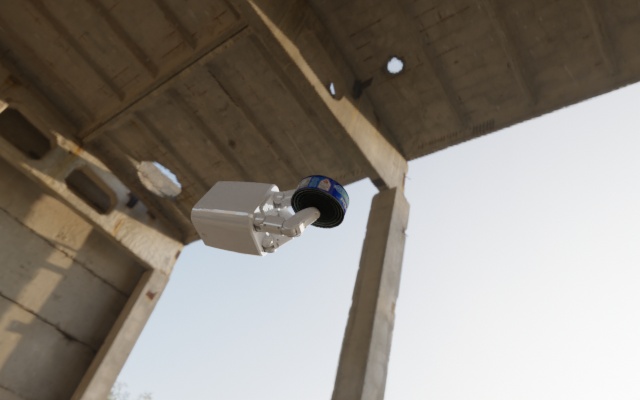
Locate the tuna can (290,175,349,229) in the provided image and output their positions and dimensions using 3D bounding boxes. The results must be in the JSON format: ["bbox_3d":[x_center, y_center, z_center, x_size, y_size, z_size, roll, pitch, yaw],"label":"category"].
[{"bbox_3d":[0.000,0.002,0.727,0.086,0.033,0.086,14,-41,12],"label":"tuna can"}]
